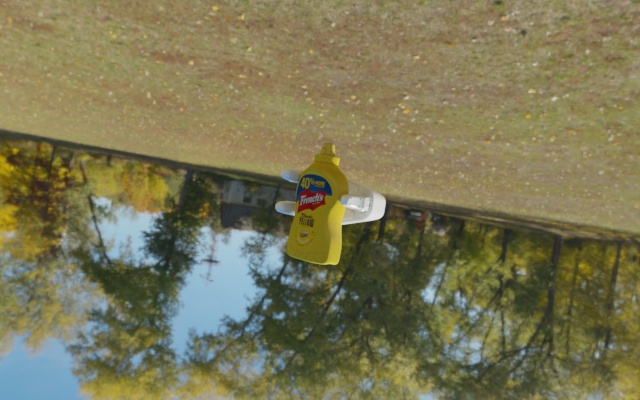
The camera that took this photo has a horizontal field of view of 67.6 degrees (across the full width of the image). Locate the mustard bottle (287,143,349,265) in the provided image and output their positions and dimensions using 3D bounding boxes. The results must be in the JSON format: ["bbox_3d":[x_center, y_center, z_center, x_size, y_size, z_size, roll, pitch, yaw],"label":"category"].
[{"bbox_3d":[0.000,0.003,0.774,0.058,0.191,0.096,9,0,-45],"label":"mustard bottle"}]
